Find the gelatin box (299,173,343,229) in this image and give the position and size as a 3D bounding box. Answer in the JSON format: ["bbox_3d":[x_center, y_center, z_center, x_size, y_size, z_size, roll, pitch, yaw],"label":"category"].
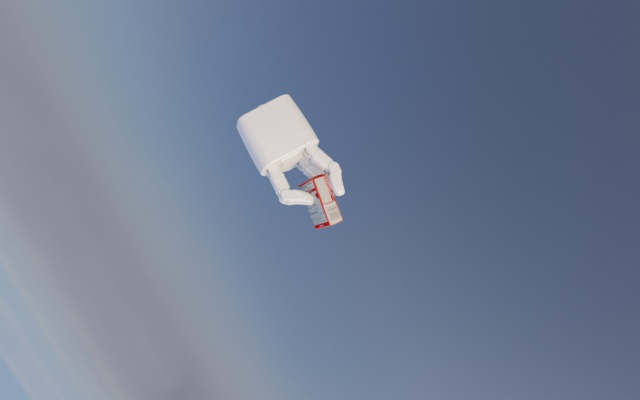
[{"bbox_3d":[0.000,0.003,0.846,0.030,0.089,0.073,-20,-1,-23],"label":"gelatin box"}]
